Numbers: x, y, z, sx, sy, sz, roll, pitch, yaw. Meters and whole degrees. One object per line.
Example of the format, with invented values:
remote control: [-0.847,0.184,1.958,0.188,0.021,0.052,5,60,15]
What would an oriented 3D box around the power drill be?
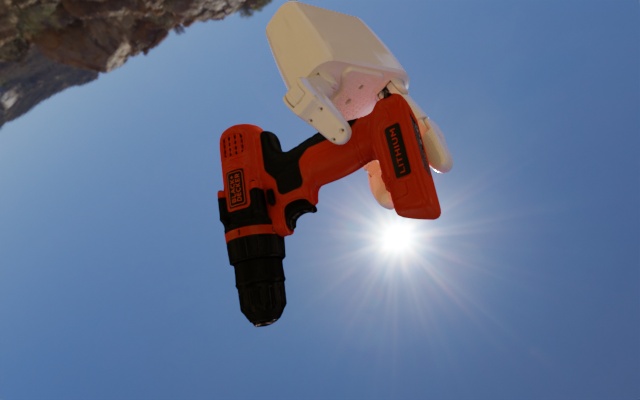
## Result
power drill: [0.000,0.001,0.405,0.187,0.184,0.057,-15,-16,18]
